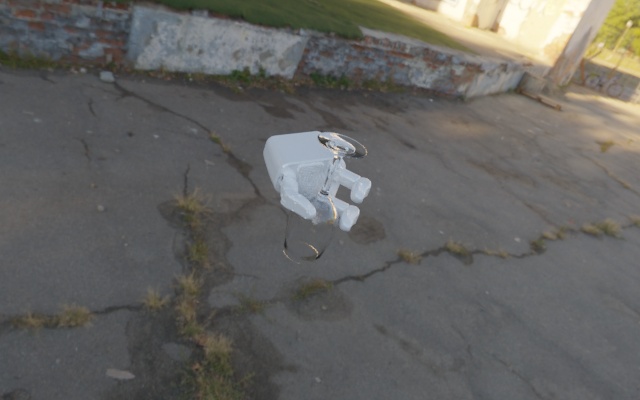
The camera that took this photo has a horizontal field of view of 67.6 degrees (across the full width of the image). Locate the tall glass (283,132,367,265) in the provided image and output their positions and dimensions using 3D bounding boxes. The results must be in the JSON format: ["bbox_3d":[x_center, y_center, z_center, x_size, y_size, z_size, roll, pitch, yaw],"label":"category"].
[{"bbox_3d":[0.000,0.002,0.724,0.079,0.201,0.079,16,29,-9],"label":"tall glass"}]
